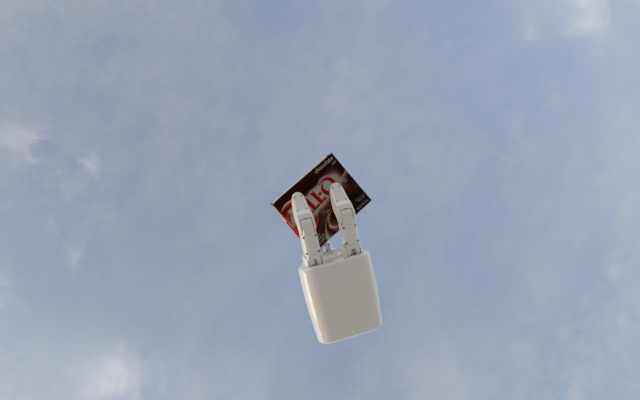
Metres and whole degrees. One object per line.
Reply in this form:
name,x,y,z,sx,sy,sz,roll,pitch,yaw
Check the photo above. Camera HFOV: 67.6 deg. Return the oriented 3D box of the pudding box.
pudding box,0.000,0.002,0.676,0.113,0.090,0.039,-42,10,-9
